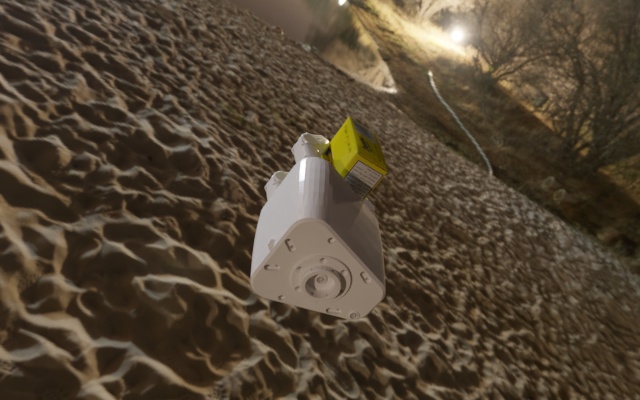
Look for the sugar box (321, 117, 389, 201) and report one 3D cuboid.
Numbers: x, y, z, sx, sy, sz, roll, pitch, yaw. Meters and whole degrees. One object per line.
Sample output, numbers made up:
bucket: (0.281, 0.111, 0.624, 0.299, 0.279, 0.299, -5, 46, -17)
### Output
sugar box: (0.000, 0.001, 0.530, 0.048, 0.176, 0.093, 31, 25, -20)
